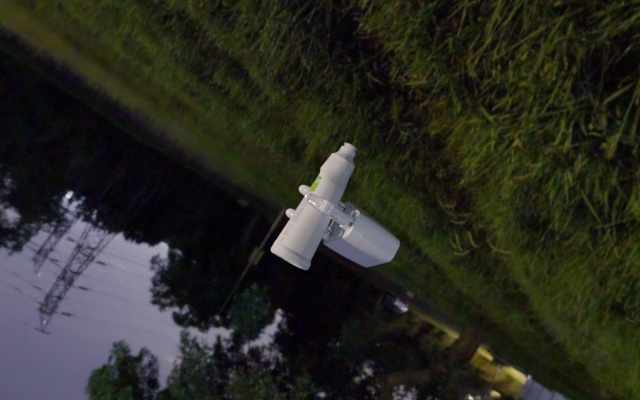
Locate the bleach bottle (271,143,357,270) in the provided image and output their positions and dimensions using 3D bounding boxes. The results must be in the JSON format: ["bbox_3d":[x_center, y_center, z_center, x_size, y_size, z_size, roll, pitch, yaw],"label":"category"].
[{"bbox_3d":[0.000,0.003,0.897,0.068,0.251,0.102,33,-10,-16],"label":"bleach bottle"}]
